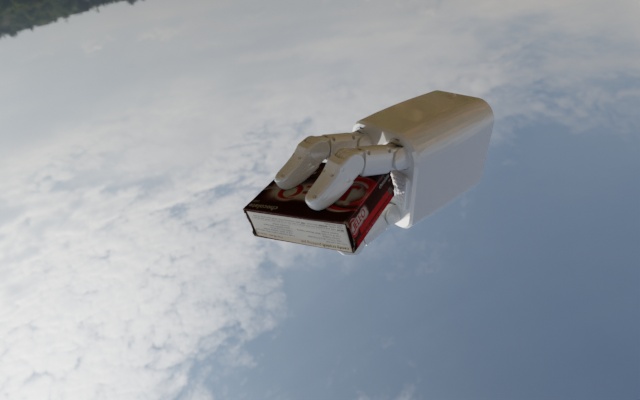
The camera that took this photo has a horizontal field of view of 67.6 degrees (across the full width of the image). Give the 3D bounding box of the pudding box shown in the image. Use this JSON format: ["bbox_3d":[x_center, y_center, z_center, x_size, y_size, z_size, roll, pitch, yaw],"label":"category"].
[{"bbox_3d":[0.000,0.002,0.445,0.113,0.039,0.090,4,35,33],"label":"pudding box"}]
